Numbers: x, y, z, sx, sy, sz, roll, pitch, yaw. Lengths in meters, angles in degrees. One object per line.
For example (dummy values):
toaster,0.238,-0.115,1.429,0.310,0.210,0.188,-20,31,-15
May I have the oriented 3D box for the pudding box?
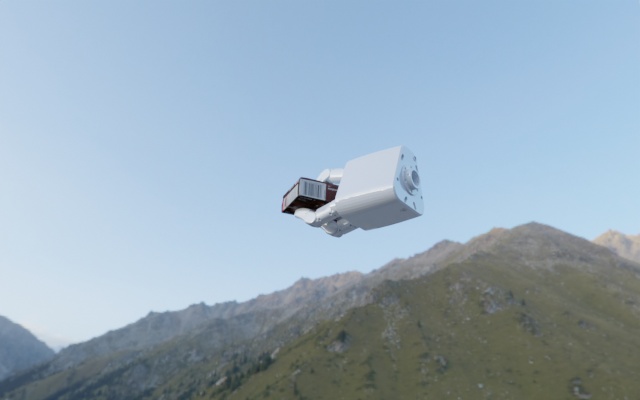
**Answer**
pudding box,0.000,0.003,0.819,0.113,0.039,0.090,14,-26,-18
